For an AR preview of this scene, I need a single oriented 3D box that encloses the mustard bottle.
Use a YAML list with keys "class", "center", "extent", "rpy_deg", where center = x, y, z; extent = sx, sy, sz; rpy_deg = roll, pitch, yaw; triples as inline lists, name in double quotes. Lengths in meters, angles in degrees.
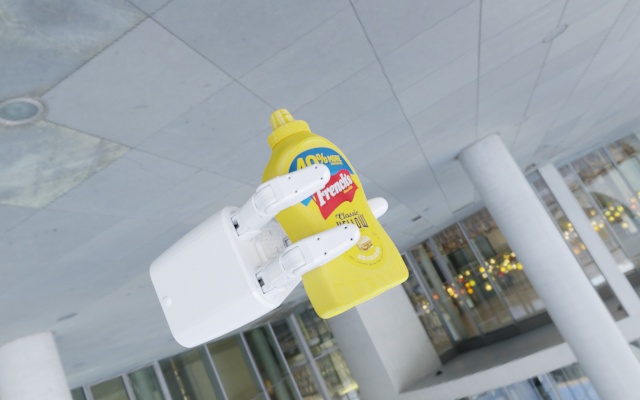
- class: "mustard bottle"
  center: [0.000, 0.001, 0.432]
  extent: [0.096, 0.191, 0.058]
  rpy_deg: [-15, -18, -40]
